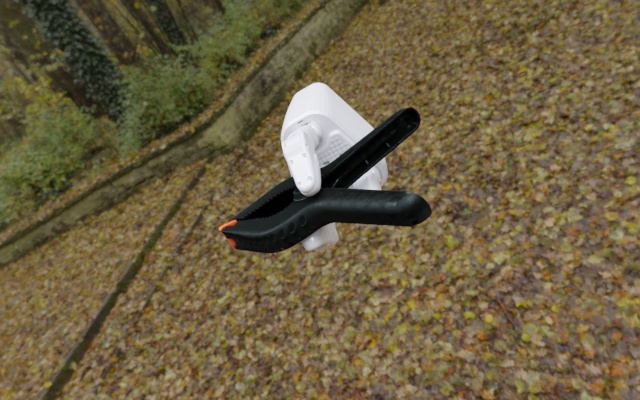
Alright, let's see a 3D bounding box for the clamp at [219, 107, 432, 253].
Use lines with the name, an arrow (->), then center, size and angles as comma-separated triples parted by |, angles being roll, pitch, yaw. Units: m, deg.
clamp -> -0.001, 0.001, 0.412 | 0.210, 0.036, 0.164 | -27, 25, 16
